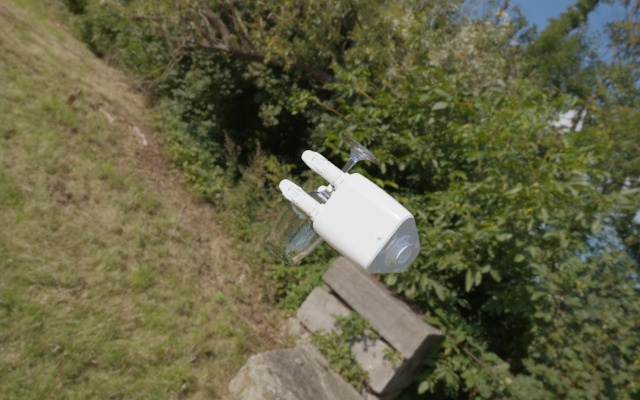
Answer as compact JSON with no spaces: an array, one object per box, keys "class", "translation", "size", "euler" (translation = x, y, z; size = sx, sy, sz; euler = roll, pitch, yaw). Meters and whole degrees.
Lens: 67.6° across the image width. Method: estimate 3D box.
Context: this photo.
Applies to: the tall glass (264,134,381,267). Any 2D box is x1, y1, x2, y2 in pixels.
[{"class":"tall glass","translation":[0.000,0.002,0.711],"size":[0.079,0.201,0.079],"euler":[38,1,-1]}]
